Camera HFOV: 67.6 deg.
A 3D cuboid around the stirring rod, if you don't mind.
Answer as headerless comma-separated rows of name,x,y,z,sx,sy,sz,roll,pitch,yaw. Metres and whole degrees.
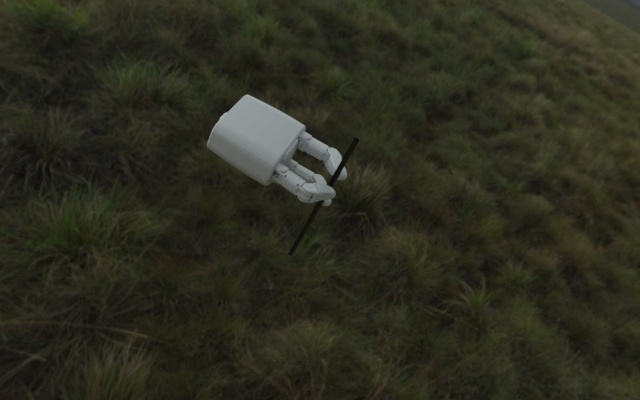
stirring rod,0.000,0.002,0.728,0.011,0.240,0.011,20,35,-15
